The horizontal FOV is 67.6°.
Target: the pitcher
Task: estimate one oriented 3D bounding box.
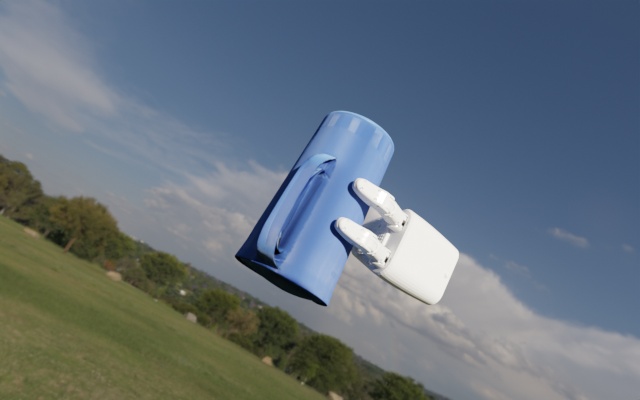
[{"bbox_3d":[0.000,0.002,0.623,0.145,0.242,0.149,34,-17,-22],"label":"pitcher"}]
